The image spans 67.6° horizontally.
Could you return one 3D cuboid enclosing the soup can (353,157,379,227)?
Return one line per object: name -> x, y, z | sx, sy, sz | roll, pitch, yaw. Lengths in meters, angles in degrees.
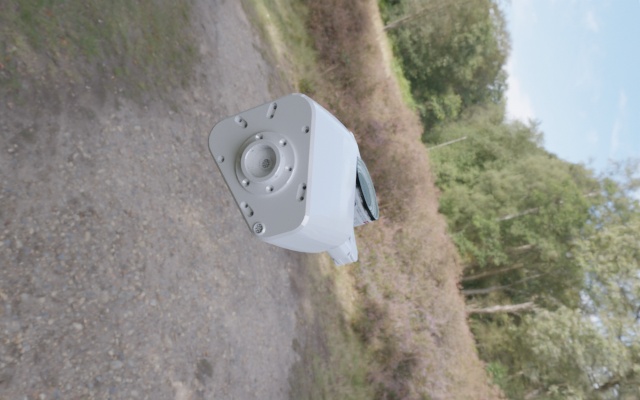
soup can -> 0.001, 0.002, 0.482 | 0.102, 0.068, 0.068 | -17, -5, 16
